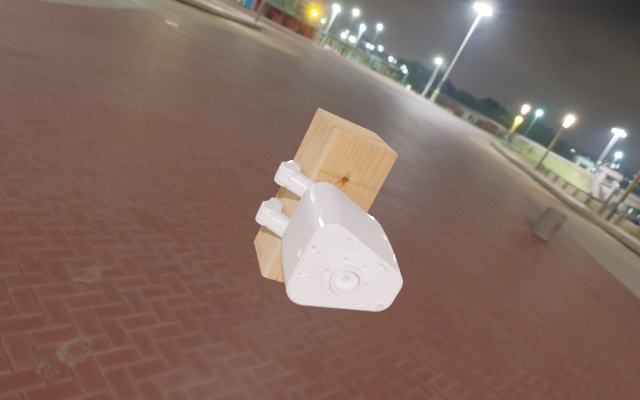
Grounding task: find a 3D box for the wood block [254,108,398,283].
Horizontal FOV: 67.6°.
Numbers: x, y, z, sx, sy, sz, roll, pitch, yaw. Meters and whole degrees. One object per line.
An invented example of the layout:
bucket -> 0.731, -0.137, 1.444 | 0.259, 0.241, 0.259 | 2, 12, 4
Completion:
wood block -> 0.001, 0.002, 0.614 | 0.091, 0.206, 0.090 | 20, 19, -24
